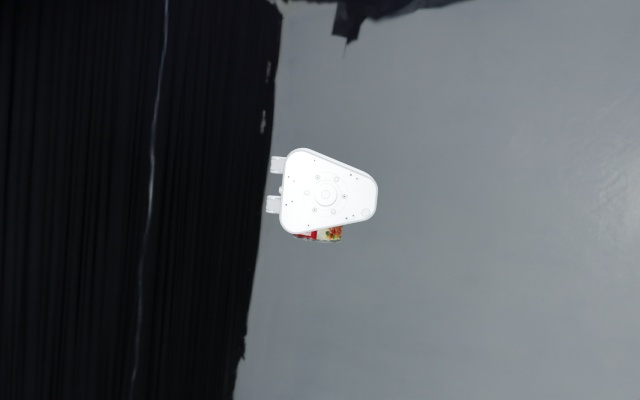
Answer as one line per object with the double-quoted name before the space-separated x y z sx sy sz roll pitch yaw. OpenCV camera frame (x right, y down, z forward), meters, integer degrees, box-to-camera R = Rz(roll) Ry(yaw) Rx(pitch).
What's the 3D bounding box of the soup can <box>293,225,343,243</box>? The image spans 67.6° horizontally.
"soup can" 0.000 0.002 0.655 0.068 0.102 0.068 5 4 0
